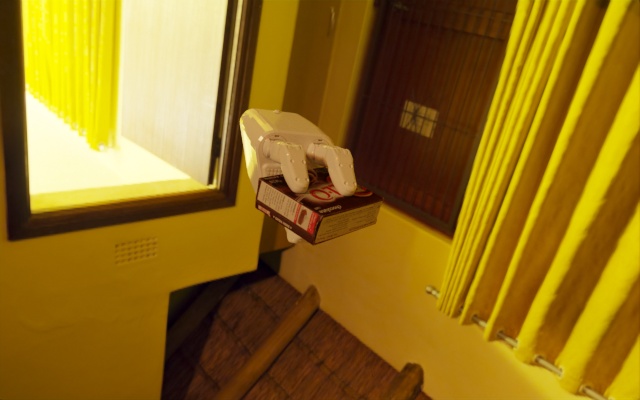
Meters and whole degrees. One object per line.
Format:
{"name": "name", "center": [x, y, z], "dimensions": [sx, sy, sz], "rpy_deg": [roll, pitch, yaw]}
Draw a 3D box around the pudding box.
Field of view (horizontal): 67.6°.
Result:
{"name": "pudding box", "center": [0.000, 0.002, 0.513], "dimensions": [0.090, 0.039, 0.113], "rpy_deg": [29, 29, 32]}
